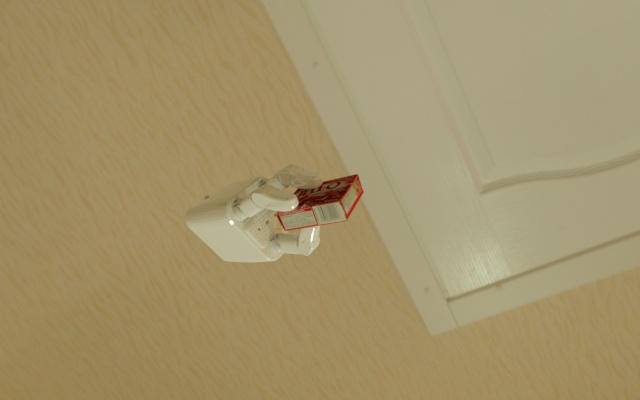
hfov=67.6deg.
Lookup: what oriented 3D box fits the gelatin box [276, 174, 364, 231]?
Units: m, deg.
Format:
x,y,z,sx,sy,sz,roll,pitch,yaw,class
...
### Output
x,y,z,sx,sy,sz,roll,pitch,yaw,class
0.001,0.002,0.586,0.089,0.030,0.073,-11,23,28,gelatin box
